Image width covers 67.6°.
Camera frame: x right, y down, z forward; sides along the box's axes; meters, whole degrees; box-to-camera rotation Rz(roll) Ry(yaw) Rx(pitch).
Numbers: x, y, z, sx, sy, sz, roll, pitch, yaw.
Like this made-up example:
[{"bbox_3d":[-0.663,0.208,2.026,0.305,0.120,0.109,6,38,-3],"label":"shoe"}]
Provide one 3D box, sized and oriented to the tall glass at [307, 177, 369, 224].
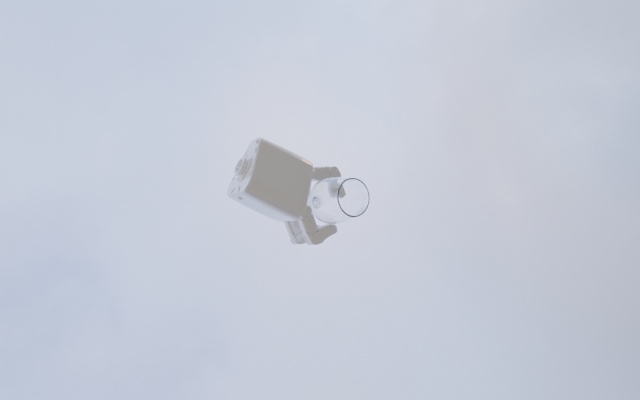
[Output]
[{"bbox_3d":[0.000,0.003,0.827,0.079,0.079,0.201,0,-4,-32],"label":"tall glass"}]
